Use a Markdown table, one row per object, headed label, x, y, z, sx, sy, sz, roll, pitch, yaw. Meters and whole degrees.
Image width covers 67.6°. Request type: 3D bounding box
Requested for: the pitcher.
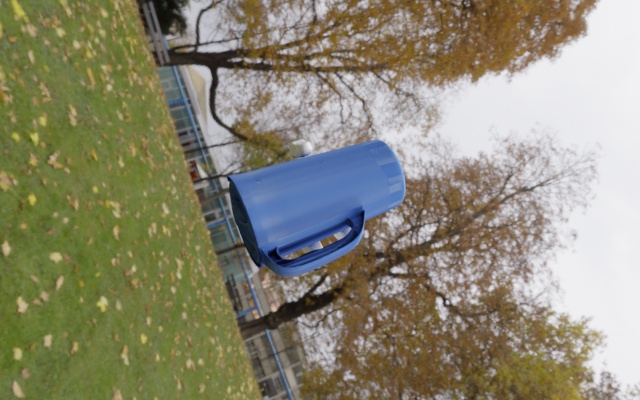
| label | x | y | z | sx | sy | sz | roll | pitch | yaw |
| --- | --- | --- | --- | --- | --- | --- | --- | --- | --- |
| pitcher | 0.000 | 0.002 | 0.685 | 0.243 | 0.149 | 0.145 | -19 | 6 | -17 |
